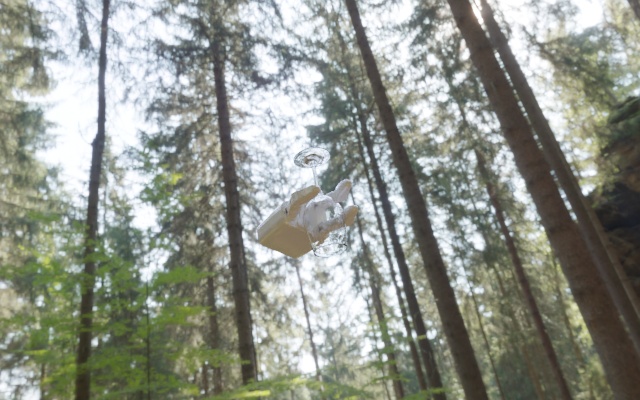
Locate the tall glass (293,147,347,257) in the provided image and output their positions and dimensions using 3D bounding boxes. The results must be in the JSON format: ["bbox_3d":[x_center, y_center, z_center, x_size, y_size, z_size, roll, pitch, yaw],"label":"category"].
[{"bbox_3d":[0.000,0.002,0.895,0.079,0.201,0.079,-9,-27,-5],"label":"tall glass"}]
